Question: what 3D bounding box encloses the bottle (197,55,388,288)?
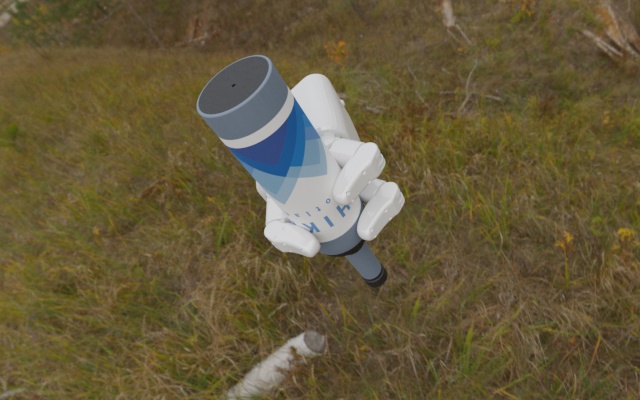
[{"bbox_3d":[0.000,0.001,0.452,0.069,0.069,0.296,0,-36,33],"label":"bottle"}]
